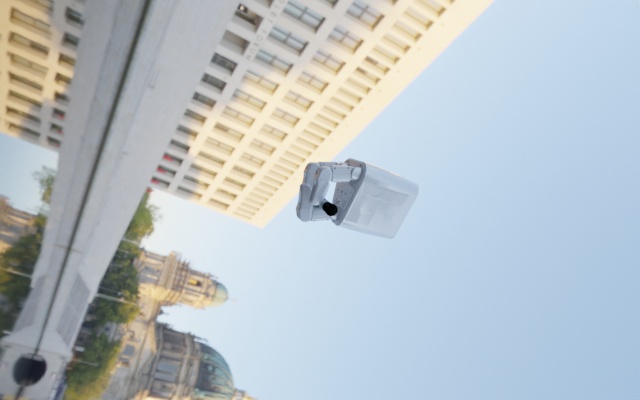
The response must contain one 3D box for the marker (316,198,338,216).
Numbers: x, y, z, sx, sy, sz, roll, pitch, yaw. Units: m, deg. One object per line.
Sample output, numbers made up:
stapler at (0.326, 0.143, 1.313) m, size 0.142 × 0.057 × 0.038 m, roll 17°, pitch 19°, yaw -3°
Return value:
marker at (0.000, 0.002, 0.748) m, size 0.020 × 0.020 × 0.121 m, roll 0°, pitch 12°, yaw -18°
